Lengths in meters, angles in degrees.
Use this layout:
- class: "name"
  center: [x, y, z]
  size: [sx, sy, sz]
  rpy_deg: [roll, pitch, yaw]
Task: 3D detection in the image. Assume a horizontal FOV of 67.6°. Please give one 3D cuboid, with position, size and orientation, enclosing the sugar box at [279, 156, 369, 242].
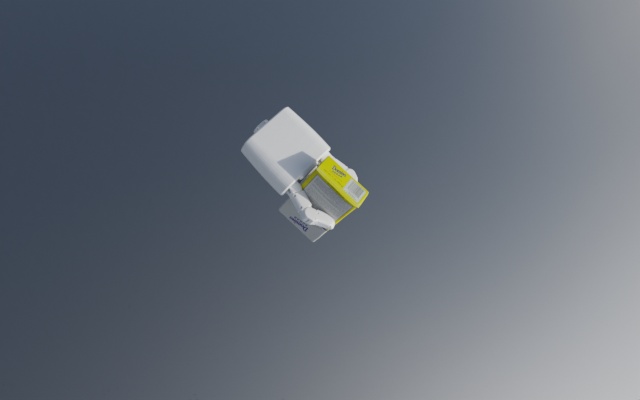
- class: "sugar box"
  center: [0.000, 0.002, 0.836]
  size: [0.048, 0.093, 0.176]
  rpy_deg: [-49, 4, -32]
